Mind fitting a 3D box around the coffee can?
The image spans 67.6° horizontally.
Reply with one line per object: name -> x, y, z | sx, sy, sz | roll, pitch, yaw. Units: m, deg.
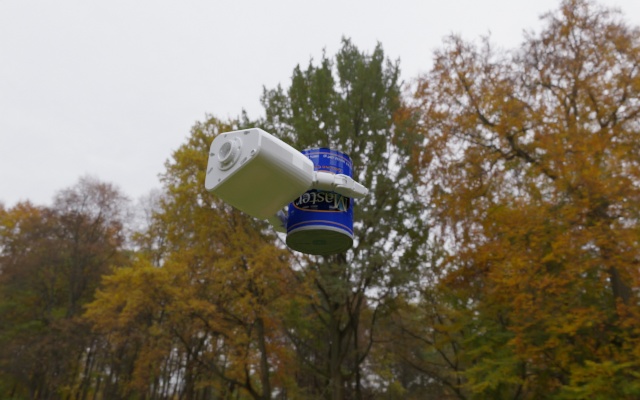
coffee can -> 0.000, 0.003, 0.745 | 0.103, 0.140, 0.103 | 1, -27, 1
